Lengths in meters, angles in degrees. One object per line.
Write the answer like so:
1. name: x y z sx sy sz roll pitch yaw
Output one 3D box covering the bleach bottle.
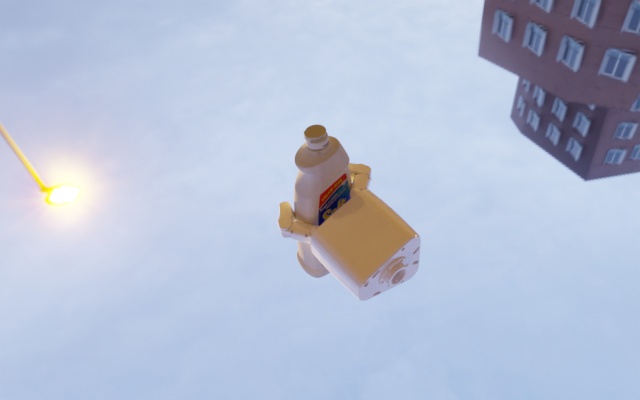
1. bleach bottle: 0.000 0.002 0.691 0.102 0.251 0.068 -31 50 -19
